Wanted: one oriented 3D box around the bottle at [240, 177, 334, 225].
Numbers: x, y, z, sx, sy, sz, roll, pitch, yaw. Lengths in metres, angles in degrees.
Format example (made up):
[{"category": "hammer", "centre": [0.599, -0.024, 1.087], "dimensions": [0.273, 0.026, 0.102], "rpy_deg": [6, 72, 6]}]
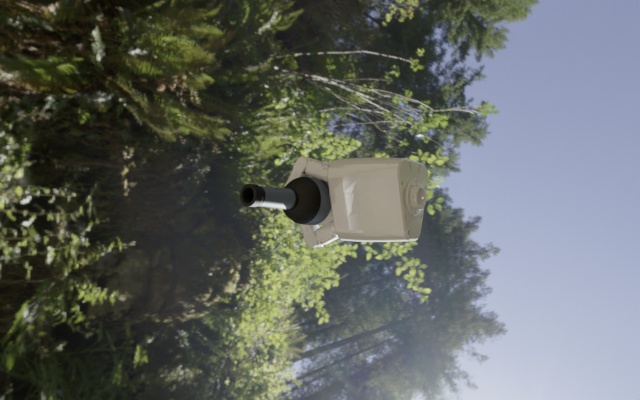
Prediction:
[{"category": "bottle", "centre": [0.000, 0.002, 0.686], "dimensions": [0.069, 0.069, 0.296], "rpy_deg": [0, -3, 36]}]
